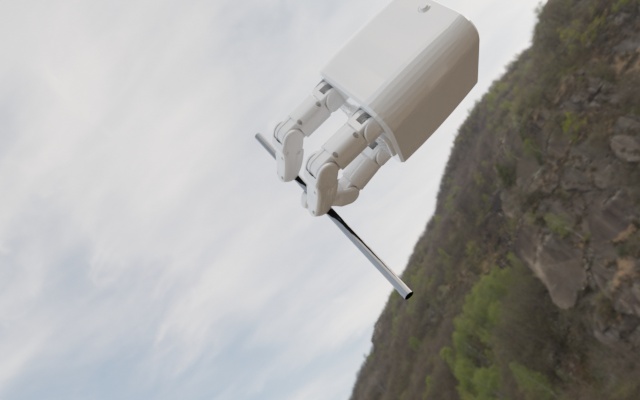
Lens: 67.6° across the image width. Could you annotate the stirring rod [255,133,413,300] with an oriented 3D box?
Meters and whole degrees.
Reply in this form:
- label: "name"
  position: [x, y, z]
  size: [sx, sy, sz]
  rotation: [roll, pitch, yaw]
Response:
- label: "stirring rod"
  position: [0.000, 0.001, 0.425]
  size: [0.011, 0.011, 0.239]
  rotation: [0, 35, -41]
